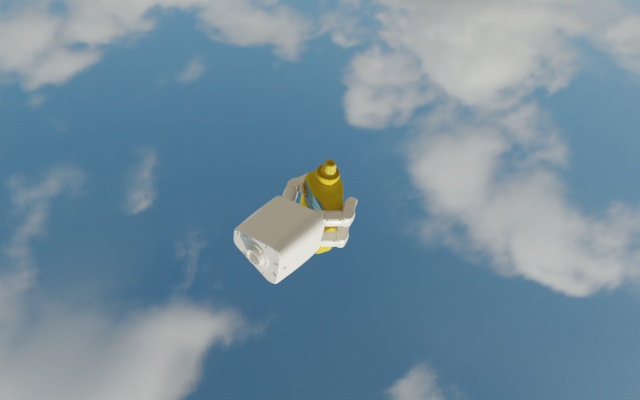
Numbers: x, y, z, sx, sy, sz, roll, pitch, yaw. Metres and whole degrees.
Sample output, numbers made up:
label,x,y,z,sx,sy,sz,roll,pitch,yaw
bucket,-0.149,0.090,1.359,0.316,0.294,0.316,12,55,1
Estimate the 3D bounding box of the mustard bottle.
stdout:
label,x,y,z,sx,sy,sz,roll,pitch,yaw
mustard bottle,0.000,0.003,0.857,0.058,0.096,0.192,-14,-38,-24
